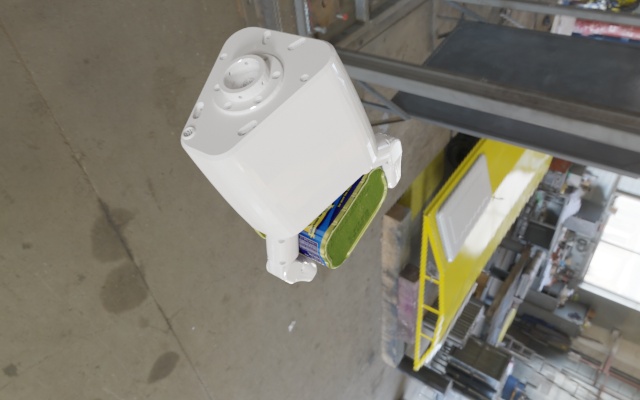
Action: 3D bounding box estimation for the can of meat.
[{"bbox_3d":[0.000,0.002,0.431,0.084,0.102,0.057,23,-22,31],"label":"can of meat"}]
